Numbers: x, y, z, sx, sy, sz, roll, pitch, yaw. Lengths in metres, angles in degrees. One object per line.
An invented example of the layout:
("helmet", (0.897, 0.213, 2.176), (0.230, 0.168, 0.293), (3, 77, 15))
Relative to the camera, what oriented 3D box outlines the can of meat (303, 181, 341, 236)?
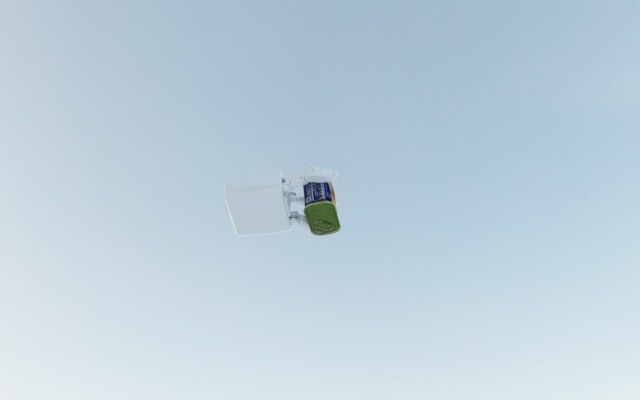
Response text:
("can of meat", (0.000, 0.003, 0.892), (0.057, 0.084, 0.102), (-11, -38, 5))
